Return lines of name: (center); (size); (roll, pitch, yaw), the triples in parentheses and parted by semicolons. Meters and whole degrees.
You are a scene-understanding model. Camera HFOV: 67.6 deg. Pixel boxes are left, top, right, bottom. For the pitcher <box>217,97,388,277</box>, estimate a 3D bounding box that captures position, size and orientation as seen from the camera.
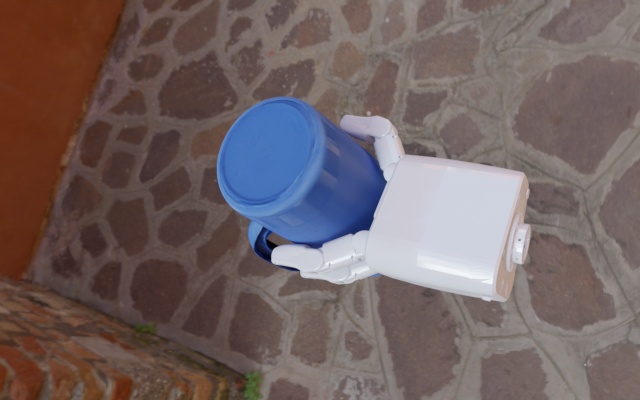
pitcher: (0.000, 0.002, 0.492); (0.145, 0.149, 0.243); (11, -11, 31)
